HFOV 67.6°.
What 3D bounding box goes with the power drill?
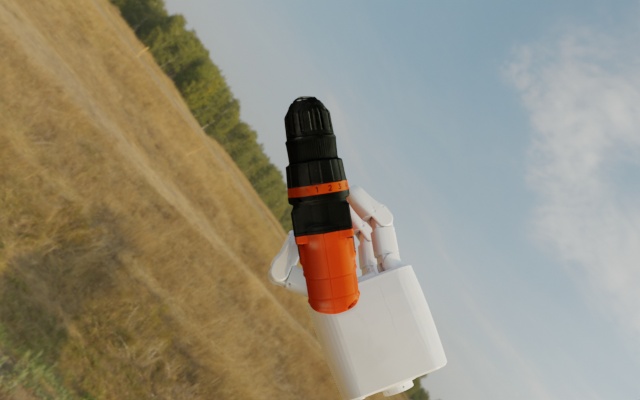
[{"bbox_3d":[0.000,0.002,0.473,0.057,0.184,0.187,-7,2,3],"label":"power drill"}]
